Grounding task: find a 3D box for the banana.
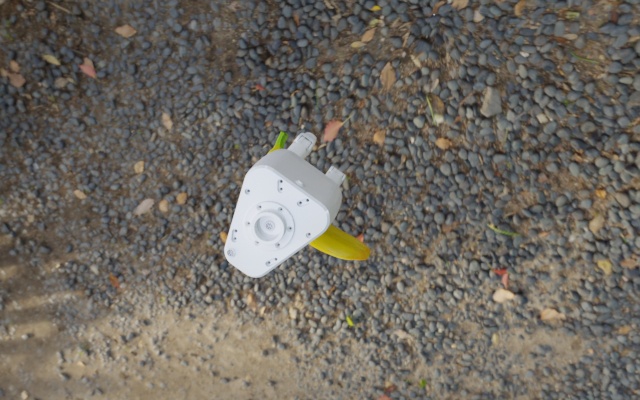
[{"bbox_3d":[-0.017,0.010,0.608,0.069,0.198,0.037,-35,3,3],"label":"banana"}]
